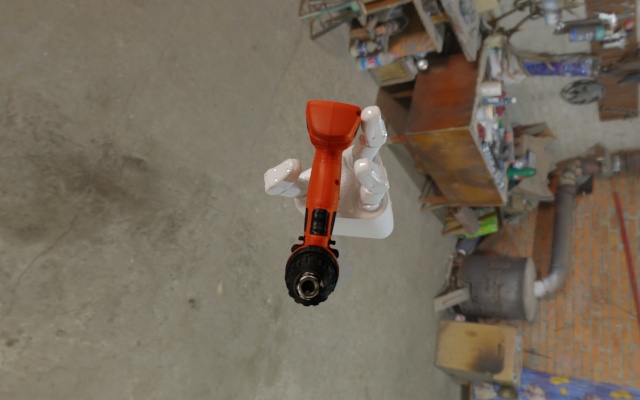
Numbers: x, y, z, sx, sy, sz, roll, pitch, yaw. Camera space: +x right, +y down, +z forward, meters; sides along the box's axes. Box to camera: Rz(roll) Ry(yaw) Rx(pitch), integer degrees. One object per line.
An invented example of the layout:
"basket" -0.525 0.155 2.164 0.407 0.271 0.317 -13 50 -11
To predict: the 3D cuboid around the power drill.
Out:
"power drill" 0.000 0.001 0.471 0.057 0.187 0.184 9 0 -1
